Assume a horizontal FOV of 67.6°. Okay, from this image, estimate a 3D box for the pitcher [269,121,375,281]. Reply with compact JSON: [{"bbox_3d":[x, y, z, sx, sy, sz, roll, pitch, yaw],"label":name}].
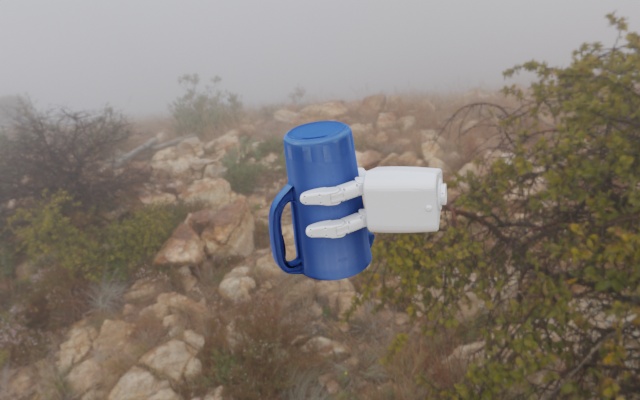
[{"bbox_3d":[0.000,0.003,0.781,0.145,0.243,0.149,1,26,20],"label":"pitcher"}]
